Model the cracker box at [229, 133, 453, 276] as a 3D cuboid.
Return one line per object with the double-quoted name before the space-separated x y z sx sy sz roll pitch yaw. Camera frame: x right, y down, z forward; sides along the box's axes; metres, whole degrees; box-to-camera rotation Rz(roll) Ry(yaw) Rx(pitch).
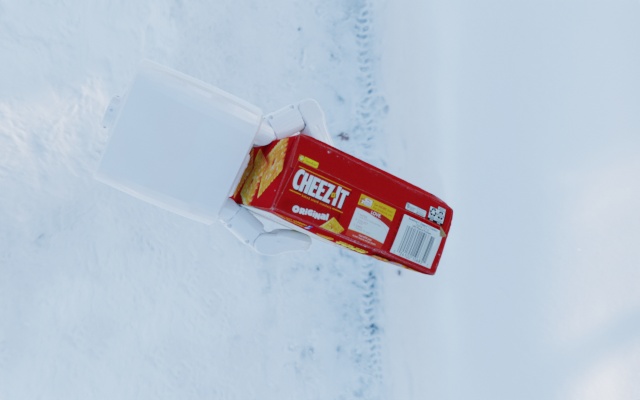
"cracker box" 0.000 0.002 0.480 0.164 0.072 0.213 23 -6 -23
